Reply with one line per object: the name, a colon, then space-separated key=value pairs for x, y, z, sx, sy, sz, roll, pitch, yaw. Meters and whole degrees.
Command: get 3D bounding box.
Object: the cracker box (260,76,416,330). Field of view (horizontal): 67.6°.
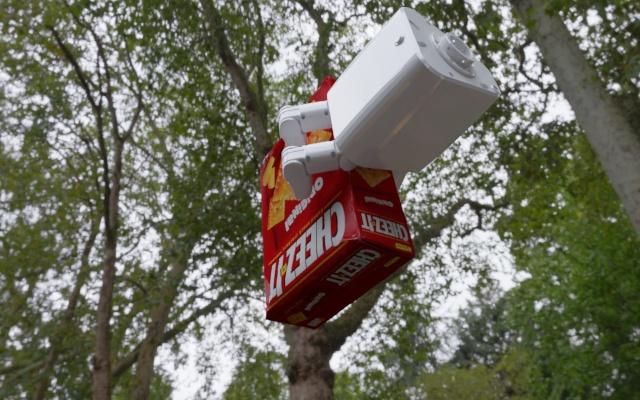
cracker box: x=0.000 y=0.002 z=0.507 sx=0.072 sy=0.213 sz=0.164 roll=18 pitch=-45 yaw=-28
